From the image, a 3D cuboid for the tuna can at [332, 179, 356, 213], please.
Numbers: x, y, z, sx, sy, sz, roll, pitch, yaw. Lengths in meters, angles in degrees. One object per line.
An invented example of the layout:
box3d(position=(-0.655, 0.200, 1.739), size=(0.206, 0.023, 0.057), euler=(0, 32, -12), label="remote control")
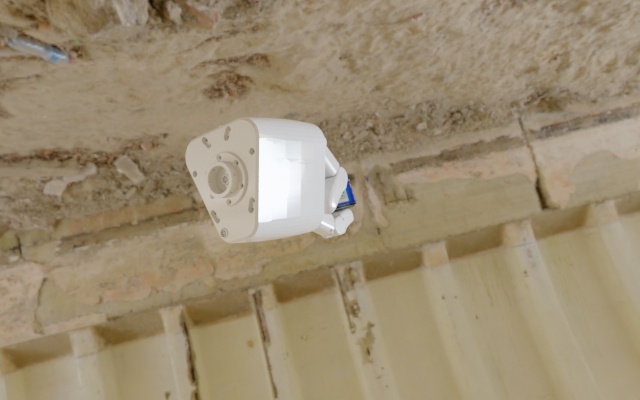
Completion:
box3d(position=(0.000, 0.002, 0.592), size=(0.086, 0.034, 0.086), euler=(-17, -4, -1), label="tuna can")
